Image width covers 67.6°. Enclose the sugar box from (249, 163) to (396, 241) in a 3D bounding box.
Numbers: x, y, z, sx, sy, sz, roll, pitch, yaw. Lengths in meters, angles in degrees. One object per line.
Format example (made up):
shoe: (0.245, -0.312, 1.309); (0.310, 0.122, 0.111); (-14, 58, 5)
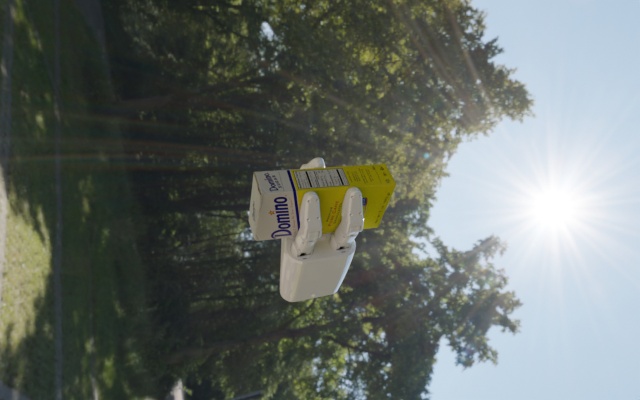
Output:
sugar box: (0.000, 0.003, 0.615); (0.176, 0.048, 0.093); (-8, -40, -19)
